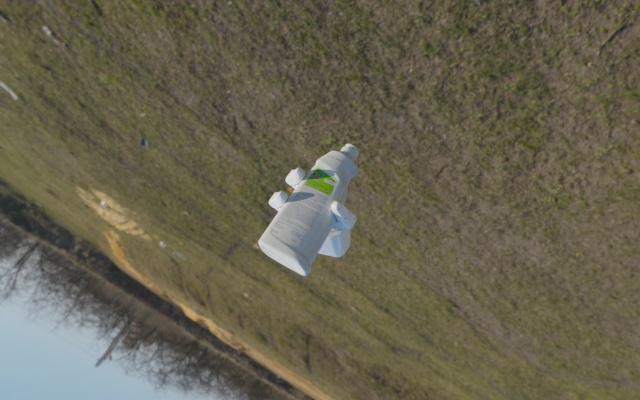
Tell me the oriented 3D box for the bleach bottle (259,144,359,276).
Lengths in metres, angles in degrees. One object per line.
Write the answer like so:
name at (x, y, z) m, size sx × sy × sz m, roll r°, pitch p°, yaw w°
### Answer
bleach bottle at (0.000, 0.003, 0.848) m, size 0.102 × 0.250 × 0.068 m, roll 26°, pitch -22°, yaw 22°
